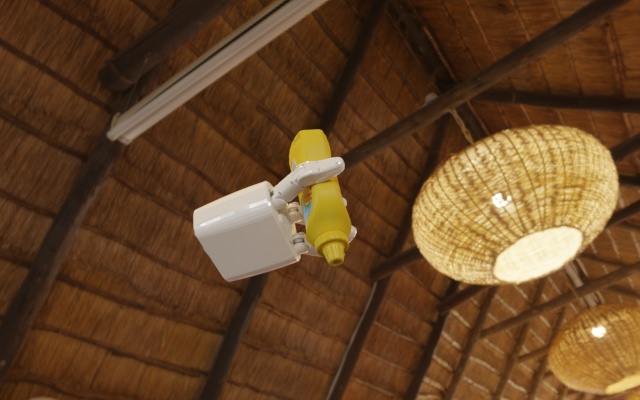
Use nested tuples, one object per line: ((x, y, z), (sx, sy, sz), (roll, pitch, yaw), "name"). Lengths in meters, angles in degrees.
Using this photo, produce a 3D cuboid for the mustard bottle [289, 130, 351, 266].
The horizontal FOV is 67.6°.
((0.000, 0.002, 0.623), (0.058, 0.191, 0.096), (-4, -41, -12), "mustard bottle")
